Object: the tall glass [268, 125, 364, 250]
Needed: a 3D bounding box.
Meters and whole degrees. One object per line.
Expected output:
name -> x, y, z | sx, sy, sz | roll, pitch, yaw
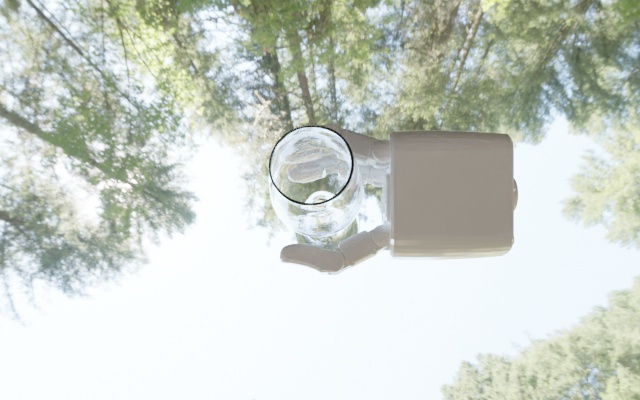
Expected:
tall glass -> 0.000, 0.002, 0.434 | 0.079, 0.079, 0.201 | 0, -16, 4
